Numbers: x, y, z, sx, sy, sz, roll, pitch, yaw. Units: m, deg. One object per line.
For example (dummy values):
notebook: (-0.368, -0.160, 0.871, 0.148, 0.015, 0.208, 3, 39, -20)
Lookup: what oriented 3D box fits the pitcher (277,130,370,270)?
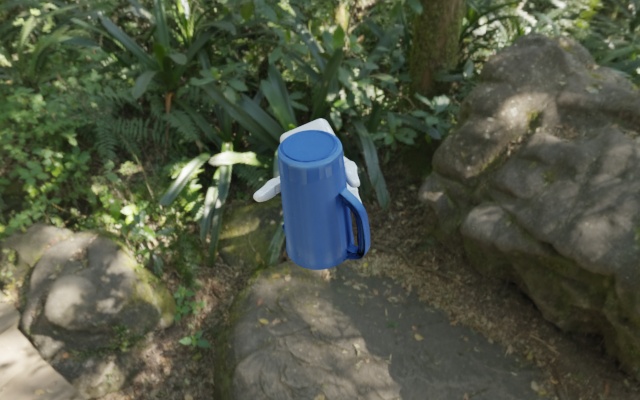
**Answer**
pitcher: (0.000, 0.003, 0.854, 0.149, 0.243, 0.145, -11, 42, -6)
